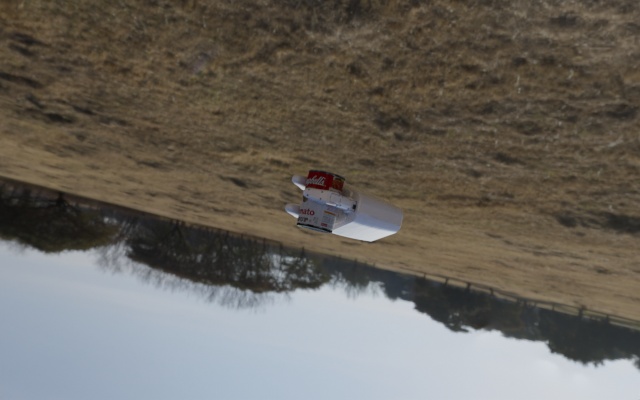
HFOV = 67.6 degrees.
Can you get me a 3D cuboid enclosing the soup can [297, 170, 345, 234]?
[{"bbox_3d":[0.000,0.003,0.861,0.068,0.102,0.068,13,-7,2],"label":"soup can"}]
